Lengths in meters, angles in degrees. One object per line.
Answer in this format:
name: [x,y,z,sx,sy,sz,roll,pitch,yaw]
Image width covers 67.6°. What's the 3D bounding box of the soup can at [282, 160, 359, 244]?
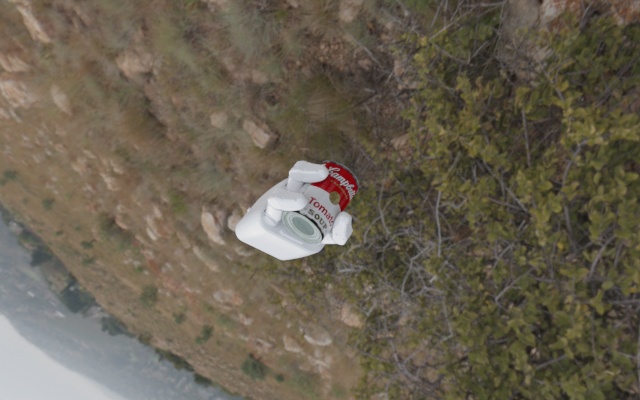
soup can: [0.000,0.002,0.667,0.068,0.068,0.102,0,44,45]
